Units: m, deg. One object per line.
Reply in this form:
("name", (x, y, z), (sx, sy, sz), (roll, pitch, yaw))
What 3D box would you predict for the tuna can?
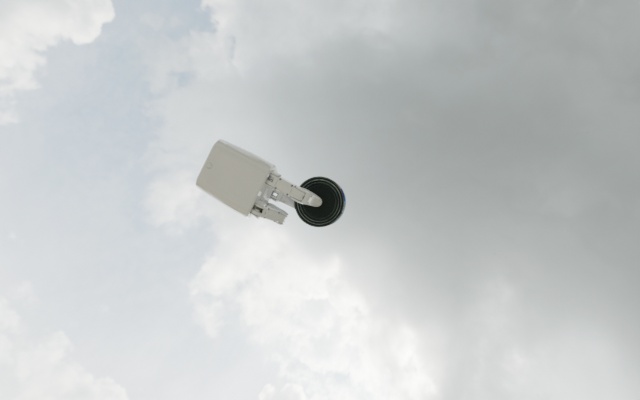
("tuna can", (0.000, 0.003, 0.817), (0.086, 0.086, 0.034), (0, -2, 10))
